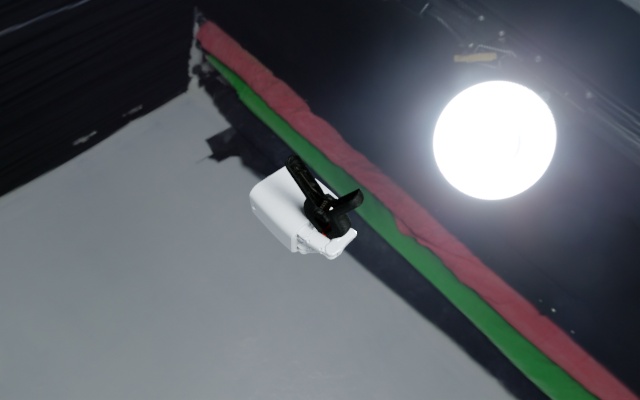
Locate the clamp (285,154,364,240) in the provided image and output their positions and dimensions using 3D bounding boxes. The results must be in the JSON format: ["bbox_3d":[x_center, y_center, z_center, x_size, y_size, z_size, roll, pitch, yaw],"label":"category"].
[{"bbox_3d":[0.001,0.002,0.687,0.120,0.039,0.172,39,-25,15],"label":"clamp"}]
